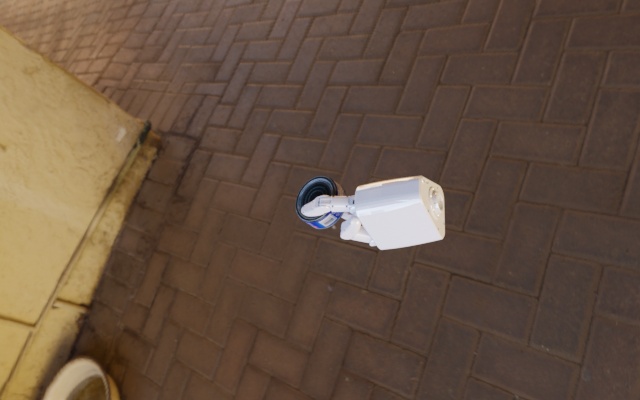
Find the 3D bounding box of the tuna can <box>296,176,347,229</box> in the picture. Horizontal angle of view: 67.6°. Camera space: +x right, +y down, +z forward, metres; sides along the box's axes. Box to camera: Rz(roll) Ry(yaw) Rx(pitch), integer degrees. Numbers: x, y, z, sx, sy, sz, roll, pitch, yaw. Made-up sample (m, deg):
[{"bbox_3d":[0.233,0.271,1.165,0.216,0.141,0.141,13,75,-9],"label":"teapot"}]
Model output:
[{"bbox_3d":[0.000,0.002,0.804,0.086,0.086,0.034,0,-22,38],"label":"tuna can"}]
